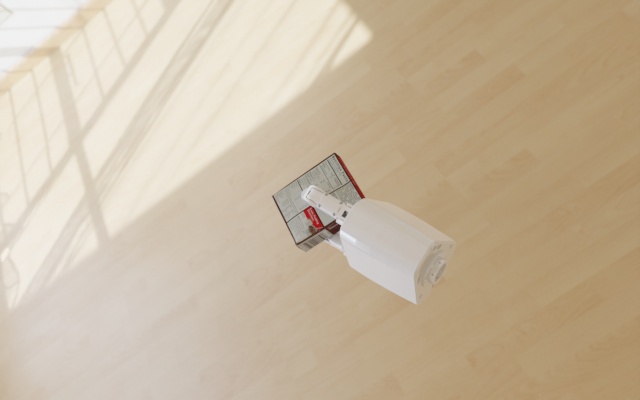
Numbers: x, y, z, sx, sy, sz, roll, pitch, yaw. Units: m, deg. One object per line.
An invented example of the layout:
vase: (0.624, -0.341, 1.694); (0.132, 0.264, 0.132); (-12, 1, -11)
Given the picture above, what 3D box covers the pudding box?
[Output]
pudding box: (0.000, 0.002, 0.656); (0.113, 0.090, 0.039); (-33, -28, 8)
